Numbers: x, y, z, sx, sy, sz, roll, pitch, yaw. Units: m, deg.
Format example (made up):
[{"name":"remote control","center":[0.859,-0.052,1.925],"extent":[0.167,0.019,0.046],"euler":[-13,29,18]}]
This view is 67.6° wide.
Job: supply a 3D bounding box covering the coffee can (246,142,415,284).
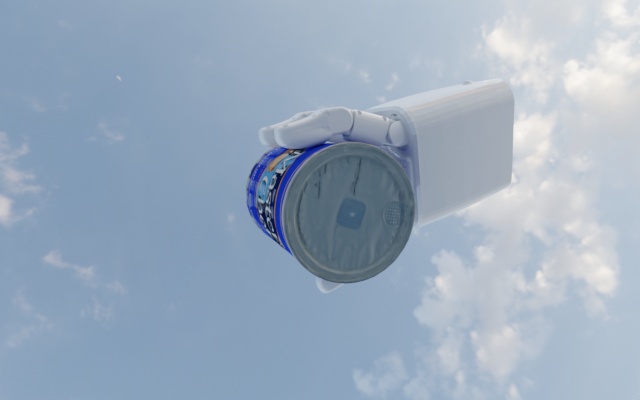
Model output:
[{"name":"coffee can","center":[0.000,0.001,0.405],"extent":[0.103,0.103,0.140],"euler":[0,7,-20]}]
